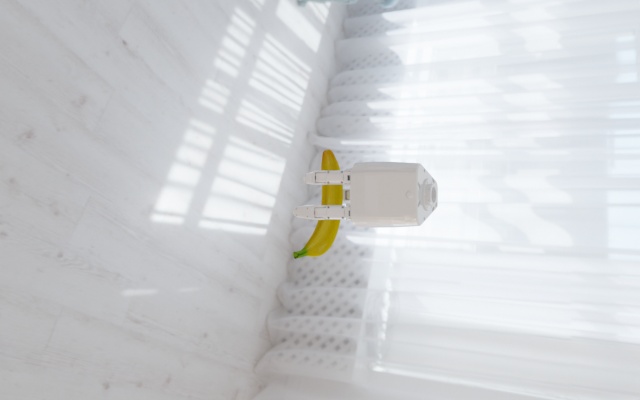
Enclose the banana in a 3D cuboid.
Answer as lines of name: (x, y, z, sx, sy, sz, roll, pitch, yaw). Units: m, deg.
banana: (0.009, 0.013, 0.802, 0.037, 0.197, 0.070, -1, -24, 36)
